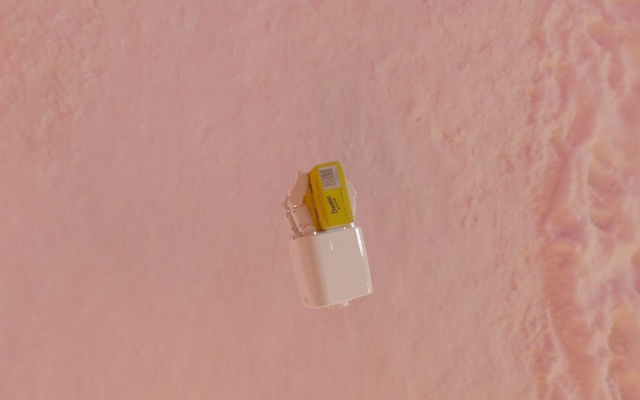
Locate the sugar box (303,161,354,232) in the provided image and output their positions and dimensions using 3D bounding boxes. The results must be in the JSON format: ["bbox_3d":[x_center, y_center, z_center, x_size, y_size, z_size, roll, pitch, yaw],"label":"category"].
[{"bbox_3d":[0.000,0.003,0.759,0.048,0.093,0.176,-10,-6,-17],"label":"sugar box"}]
